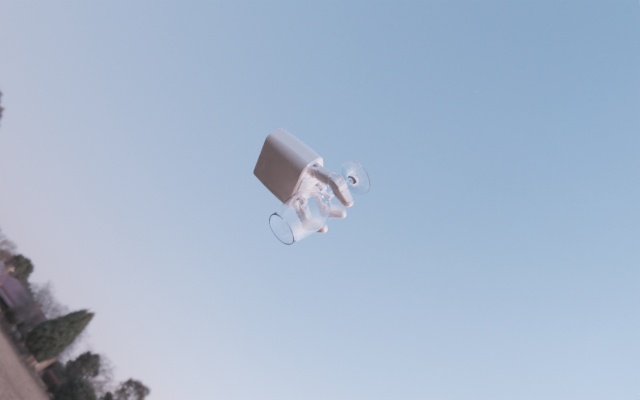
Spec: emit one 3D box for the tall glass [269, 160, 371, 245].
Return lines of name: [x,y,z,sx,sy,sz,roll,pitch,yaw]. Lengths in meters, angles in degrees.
tall glass: [0.001,0.003,0.869,0.201,0.079,0.079,-35,22,-34]
